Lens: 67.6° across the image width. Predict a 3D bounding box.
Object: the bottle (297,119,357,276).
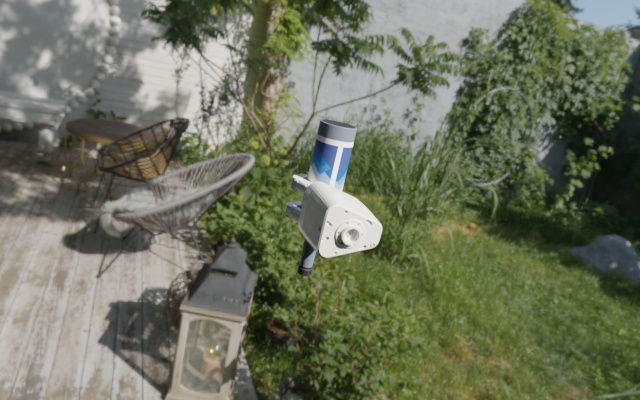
[{"bbox_3d":[0.000,0.003,0.880,0.069,0.296,0.069,12,17,-4],"label":"bottle"}]
